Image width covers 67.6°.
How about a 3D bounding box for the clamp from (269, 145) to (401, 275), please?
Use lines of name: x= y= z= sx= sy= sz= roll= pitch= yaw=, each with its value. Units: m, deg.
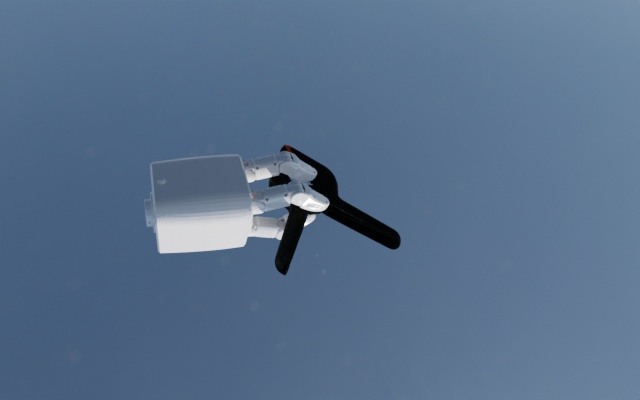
clamp: x=0.000 y=0.002 z=0.623 sx=0.164 sy=0.036 sz=0.209 roll=-4 pitch=45 yaw=-21
